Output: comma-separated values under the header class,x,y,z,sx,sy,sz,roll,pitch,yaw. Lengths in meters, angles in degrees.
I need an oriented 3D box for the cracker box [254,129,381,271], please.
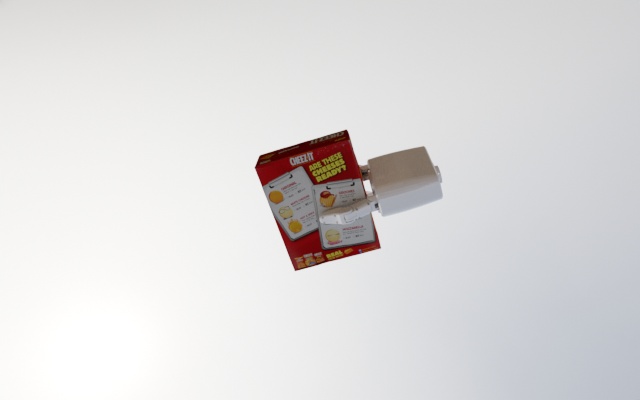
class,x,y,z,sx,sy,sz,roll,pitch,yaw
cracker box,0.000,0.003,0.834,0.164,0.214,0.072,-16,24,6
